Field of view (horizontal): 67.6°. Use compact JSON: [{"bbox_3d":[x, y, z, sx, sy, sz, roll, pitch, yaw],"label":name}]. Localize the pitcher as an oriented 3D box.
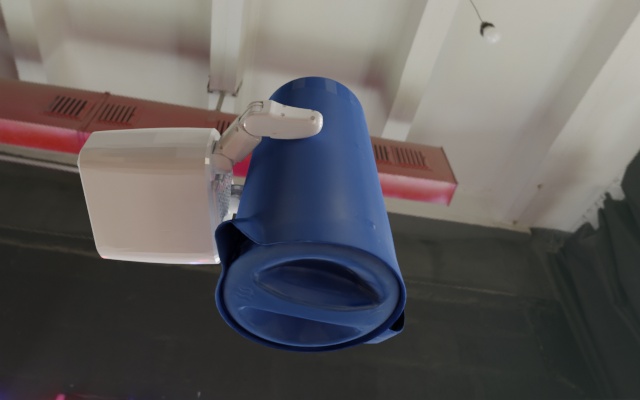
[{"bbox_3d":[0.000,0.001,0.423,0.145,0.149,0.242,0,43,0],"label":"pitcher"}]
